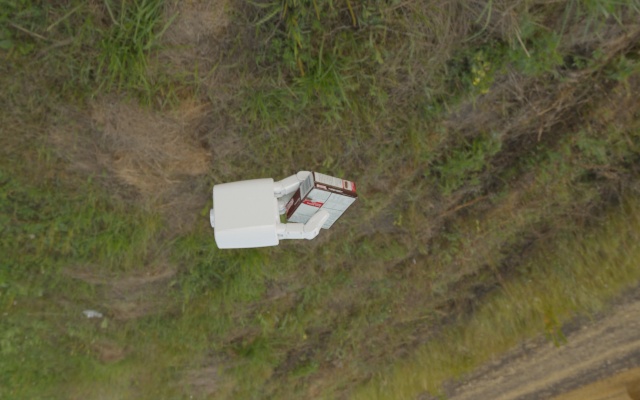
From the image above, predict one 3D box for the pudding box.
[{"bbox_3d":[0.000,0.003,0.858,0.090,0.039,0.113,13,-38,-25],"label":"pudding box"}]
